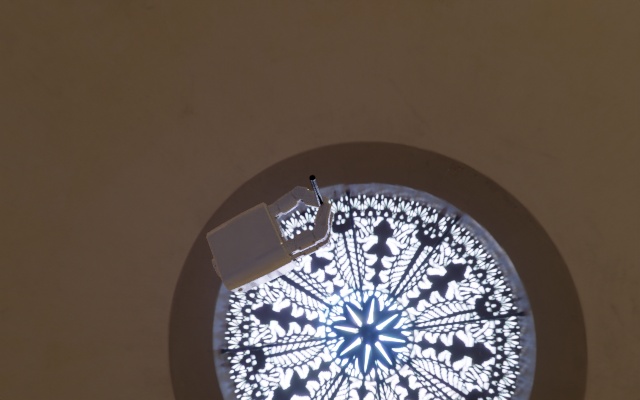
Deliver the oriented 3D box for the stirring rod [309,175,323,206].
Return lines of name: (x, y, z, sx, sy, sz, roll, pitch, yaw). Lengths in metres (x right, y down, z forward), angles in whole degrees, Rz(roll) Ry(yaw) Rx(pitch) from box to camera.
stirring rod: (0.000, 0.002, 0.725, 0.011, 0.011, 0.239, 0, -15, 5)
